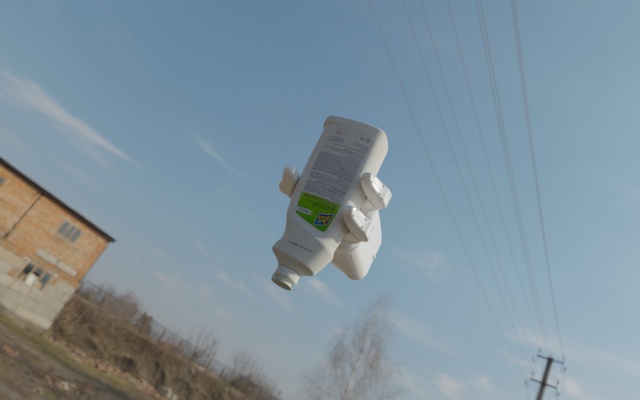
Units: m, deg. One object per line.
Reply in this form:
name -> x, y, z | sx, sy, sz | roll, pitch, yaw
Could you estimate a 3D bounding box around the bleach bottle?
bleach bottle -> 0.000, 0.002, 0.644 | 0.102, 0.250, 0.068 | 19, -27, 23
